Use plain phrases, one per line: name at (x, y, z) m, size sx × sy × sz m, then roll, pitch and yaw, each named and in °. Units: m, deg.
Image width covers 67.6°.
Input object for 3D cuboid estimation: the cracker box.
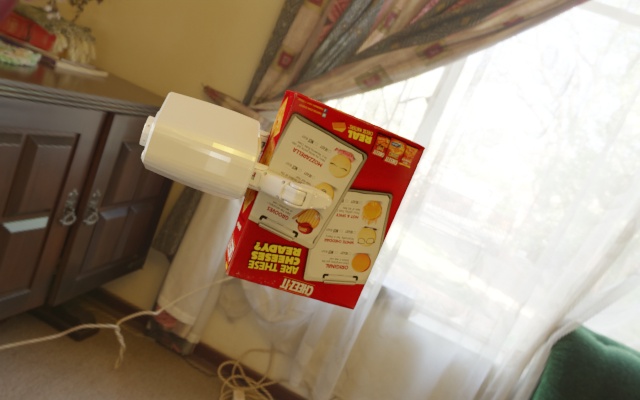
cracker box at (0.000, 0.002, 0.561) m, size 0.164 × 0.214 × 0.072 m, roll 19°, pitch 11°, yaw -17°
